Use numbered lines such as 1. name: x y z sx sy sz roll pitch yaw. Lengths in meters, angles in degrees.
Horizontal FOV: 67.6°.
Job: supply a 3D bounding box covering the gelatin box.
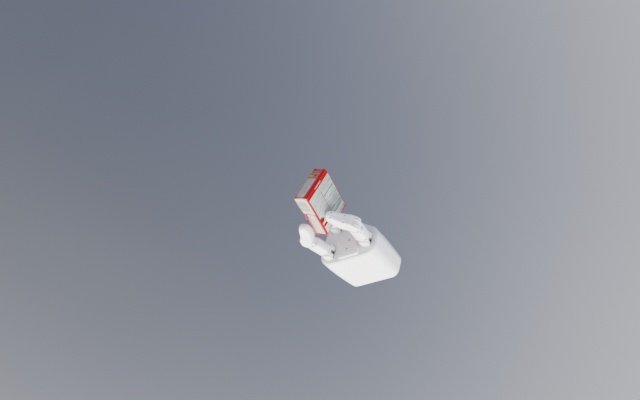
1. gelatin box: 0.000 0.002 0.807 0.030 0.073 0.089 3 -43 37
